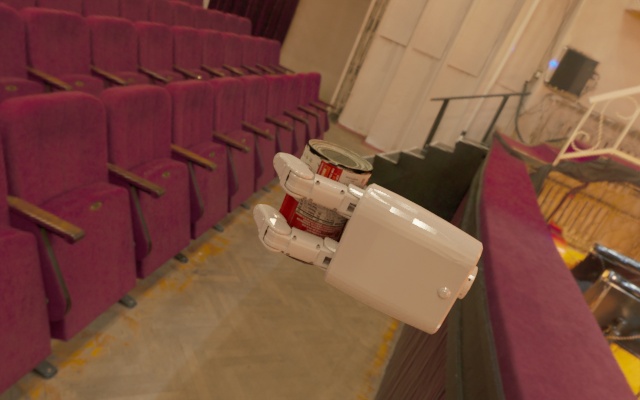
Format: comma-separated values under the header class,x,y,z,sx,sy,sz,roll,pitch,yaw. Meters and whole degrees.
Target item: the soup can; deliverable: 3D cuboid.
class,x,y,z,sx,sy,sz,roll,pitch,yaw
soup can,0.000,0.001,0.457,0.068,0.102,0.068,21,20,-8
